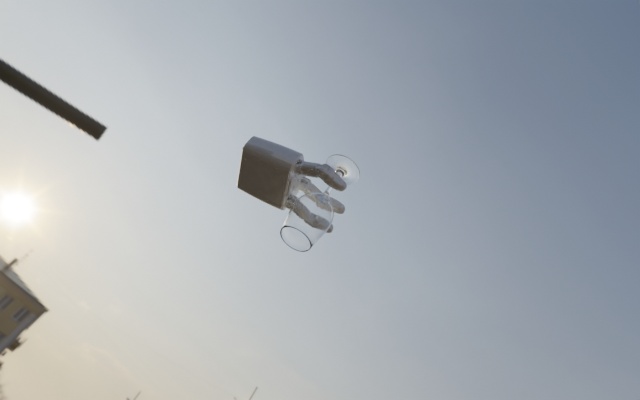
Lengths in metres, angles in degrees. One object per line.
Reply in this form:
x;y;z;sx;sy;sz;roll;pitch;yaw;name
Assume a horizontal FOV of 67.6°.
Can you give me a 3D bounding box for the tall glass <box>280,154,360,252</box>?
0.001;0.002;0.885;0.079;0.079;0.201;0;40;35;tall glass
